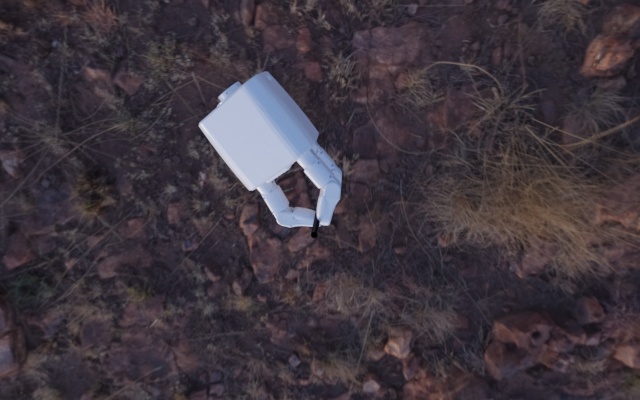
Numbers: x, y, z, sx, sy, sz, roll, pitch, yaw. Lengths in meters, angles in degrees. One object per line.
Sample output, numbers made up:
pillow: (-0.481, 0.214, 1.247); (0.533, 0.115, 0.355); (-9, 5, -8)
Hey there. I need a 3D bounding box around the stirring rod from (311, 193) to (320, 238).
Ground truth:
stirring rod: (0.000, 0.002, 0.668); (0.011, 0.011, 0.239); (0, 18, 4)
